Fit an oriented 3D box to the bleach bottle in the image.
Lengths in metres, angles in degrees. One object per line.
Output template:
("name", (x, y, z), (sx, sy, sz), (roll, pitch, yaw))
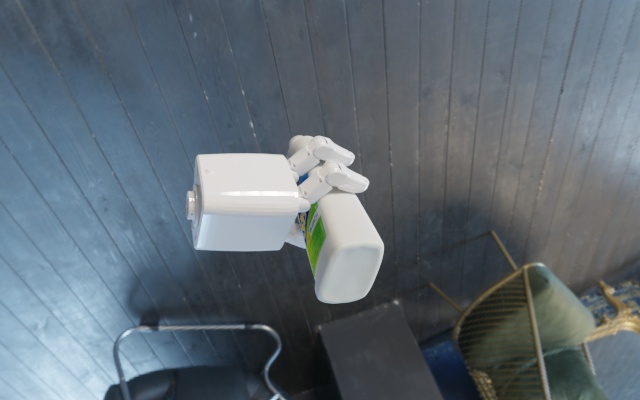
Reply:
("bleach bottle", (0.000, 0.002, 0.608), (0.068, 0.103, 0.250), (0, 38, -21))
